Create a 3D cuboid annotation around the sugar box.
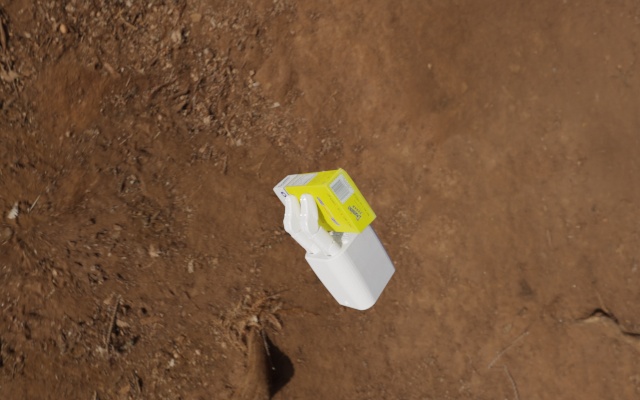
[{"bbox_3d":[0.000,0.003,0.747,0.048,0.093,0.176,-44,19,-26],"label":"sugar box"}]
